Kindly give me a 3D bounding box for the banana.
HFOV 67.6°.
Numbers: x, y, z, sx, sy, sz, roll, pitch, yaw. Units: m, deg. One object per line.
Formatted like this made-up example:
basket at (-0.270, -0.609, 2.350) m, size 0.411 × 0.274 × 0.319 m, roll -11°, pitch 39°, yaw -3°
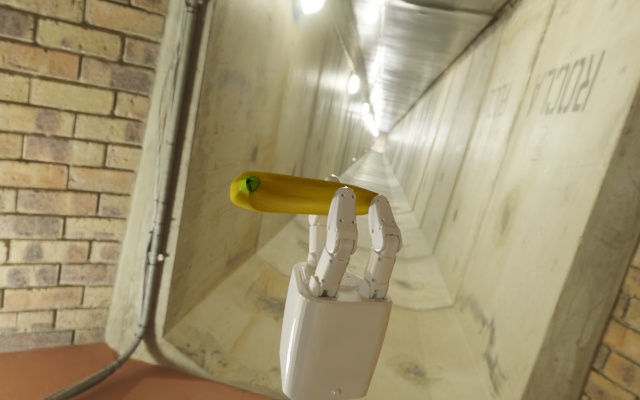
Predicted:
banana at (-0.016, -0.003, 0.453) m, size 0.069 × 0.037 × 0.198 m, roll 16°, pitch 8°, yaw 39°
